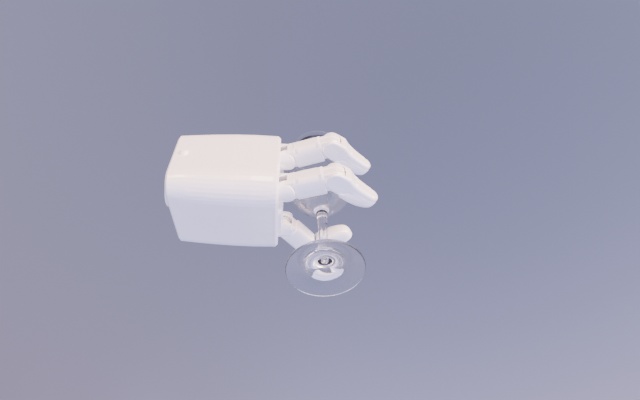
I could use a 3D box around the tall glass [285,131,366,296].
[{"bbox_3d":[0.000,0.002,0.513,0.079,0.079,0.200,0,38,-3],"label":"tall glass"}]
